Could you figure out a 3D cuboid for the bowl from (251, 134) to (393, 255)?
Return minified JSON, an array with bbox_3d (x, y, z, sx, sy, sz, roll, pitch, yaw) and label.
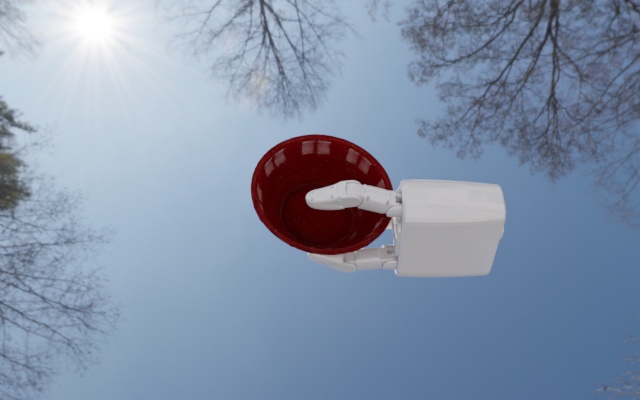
[{"bbox_3d":[-0.001,0.002,0.551,0.162,0.162,0.055,0,-33,-10],"label":"bowl"}]
